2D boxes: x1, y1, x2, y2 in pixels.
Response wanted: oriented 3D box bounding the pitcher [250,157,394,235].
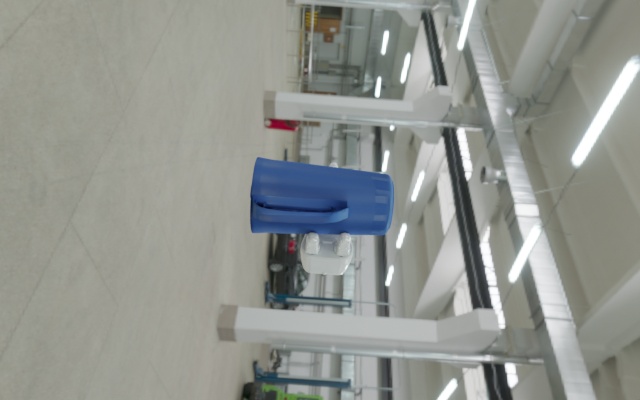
[{"bbox_3d":[0.000,0.003,0.824,0.243,0.149,0.145,4,-30,0],"label":"pitcher"}]
